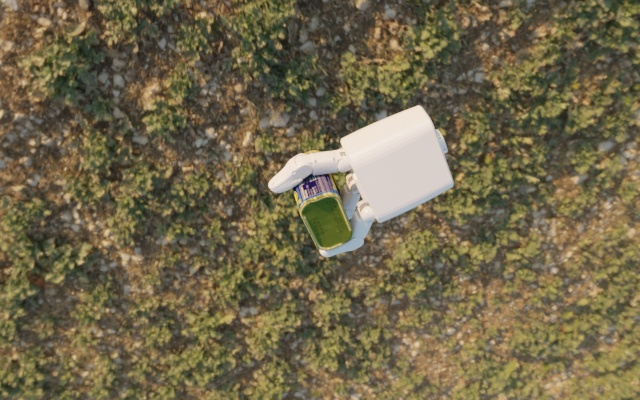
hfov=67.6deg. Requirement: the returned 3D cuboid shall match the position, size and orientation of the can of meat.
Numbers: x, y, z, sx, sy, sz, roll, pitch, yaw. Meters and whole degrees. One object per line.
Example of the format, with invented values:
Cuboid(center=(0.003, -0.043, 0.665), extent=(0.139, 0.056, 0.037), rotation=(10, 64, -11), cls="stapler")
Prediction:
Cuboid(center=(0.000, 0.002, 0.611), extent=(0.057, 0.084, 0.102), rotation=(-22, -45, 3), cls="can of meat")
